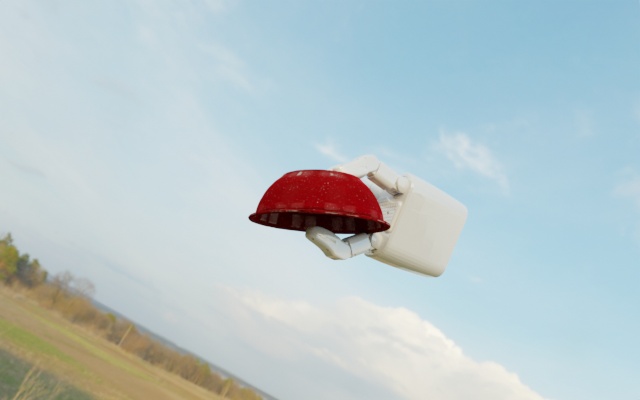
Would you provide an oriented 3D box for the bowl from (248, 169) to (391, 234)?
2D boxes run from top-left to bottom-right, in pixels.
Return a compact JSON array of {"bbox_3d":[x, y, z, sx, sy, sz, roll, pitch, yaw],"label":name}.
[{"bbox_3d":[-0.001,0.001,0.547,0.162,0.055,0.162,3,-10,1],"label":"bowl"}]
